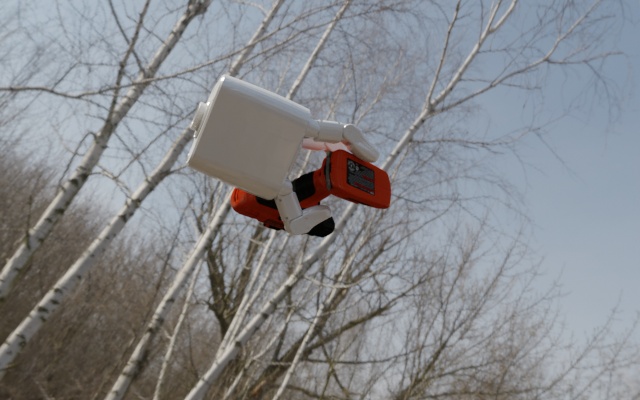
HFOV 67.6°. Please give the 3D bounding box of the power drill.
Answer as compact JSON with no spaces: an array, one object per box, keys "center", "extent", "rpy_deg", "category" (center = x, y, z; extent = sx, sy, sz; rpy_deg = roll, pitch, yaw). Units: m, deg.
[{"center":[0.000,0.002,0.648],"extent":[0.188,0.057,0.184],"rpy_deg":[-21,-29,41],"category":"power drill"}]
